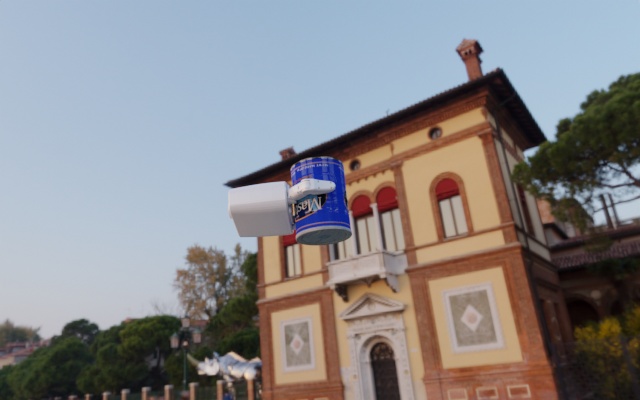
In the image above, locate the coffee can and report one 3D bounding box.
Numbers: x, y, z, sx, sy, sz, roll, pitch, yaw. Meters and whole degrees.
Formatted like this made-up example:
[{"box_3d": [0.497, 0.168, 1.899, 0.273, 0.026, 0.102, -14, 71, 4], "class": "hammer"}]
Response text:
[{"box_3d": [0.000, 0.003, 0.890, 0.103, 0.140, 0.103, -5, -20, -2], "class": "coffee can"}]
